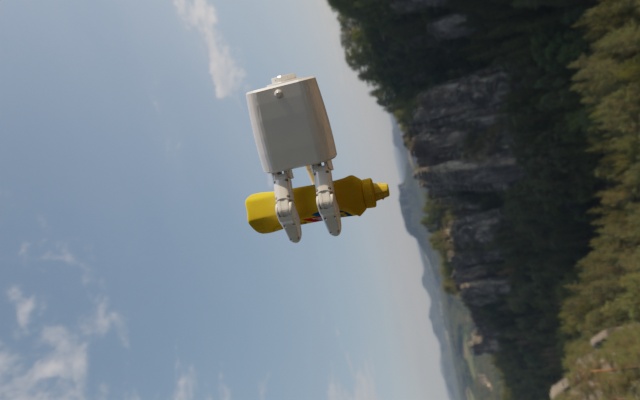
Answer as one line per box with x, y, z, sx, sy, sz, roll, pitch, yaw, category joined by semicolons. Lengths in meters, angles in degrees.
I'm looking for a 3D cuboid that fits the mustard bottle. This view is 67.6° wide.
0.000;0.003;0.665;0.191;0.058;0.096;-11;-10;12;mustard bottle
